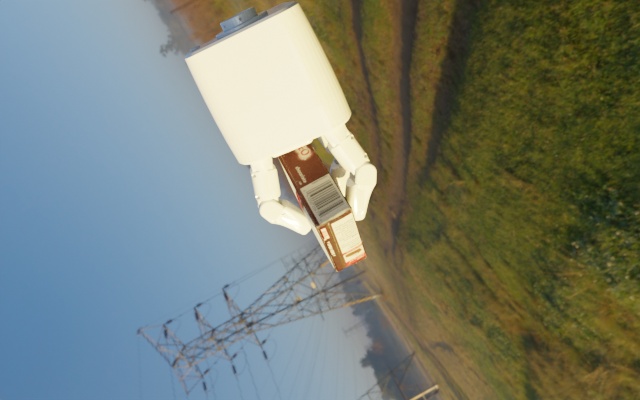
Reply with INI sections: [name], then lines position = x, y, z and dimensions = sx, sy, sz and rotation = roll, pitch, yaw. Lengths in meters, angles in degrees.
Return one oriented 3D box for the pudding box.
[pudding box]
position = 0.000, 0.002, 0.473
dimensions = 0.039, 0.113, 0.090
rotation = -26, -37, -2
